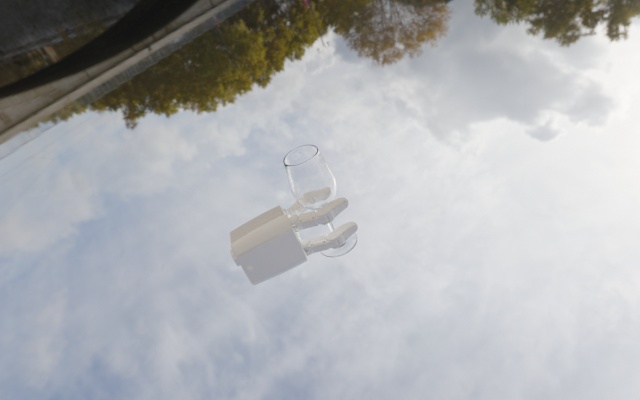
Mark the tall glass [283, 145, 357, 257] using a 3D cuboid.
[{"bbox_3d":[0.000,0.003,0.835,0.079,0.201,0.079,-16,33,11],"label":"tall glass"}]
